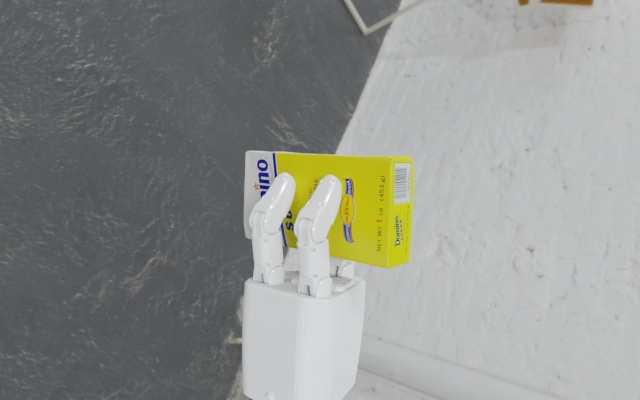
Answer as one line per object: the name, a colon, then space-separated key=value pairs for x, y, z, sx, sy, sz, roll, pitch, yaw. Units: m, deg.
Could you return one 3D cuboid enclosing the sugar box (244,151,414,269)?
sugar box: x=0.000 y=0.002 z=0.449 sx=0.176 sy=0.093 sz=0.048 roll=6 pitch=7 yaw=37
